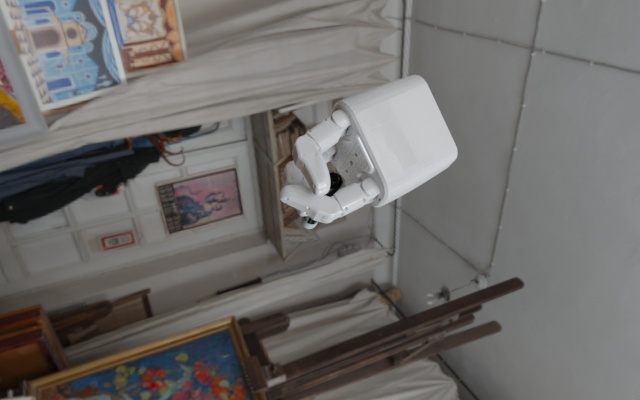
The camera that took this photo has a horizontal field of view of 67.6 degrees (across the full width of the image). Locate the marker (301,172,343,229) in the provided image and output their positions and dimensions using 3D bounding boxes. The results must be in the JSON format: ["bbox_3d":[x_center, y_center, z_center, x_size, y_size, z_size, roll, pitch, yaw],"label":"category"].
[{"bbox_3d":[0.000,0.002,0.510,0.020,0.020,0.121,0,-23,-14],"label":"marker"}]
